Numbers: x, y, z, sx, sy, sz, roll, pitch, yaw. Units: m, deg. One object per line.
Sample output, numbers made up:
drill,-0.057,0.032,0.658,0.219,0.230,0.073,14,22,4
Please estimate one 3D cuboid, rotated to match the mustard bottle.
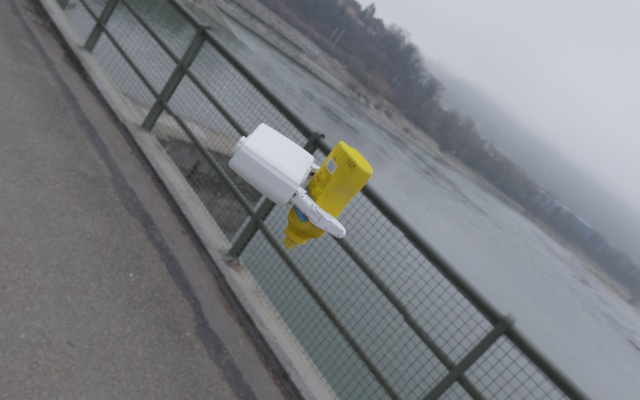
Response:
mustard bottle,0.001,0.002,0.765,0.058,0.192,0.096,28,18,-31
